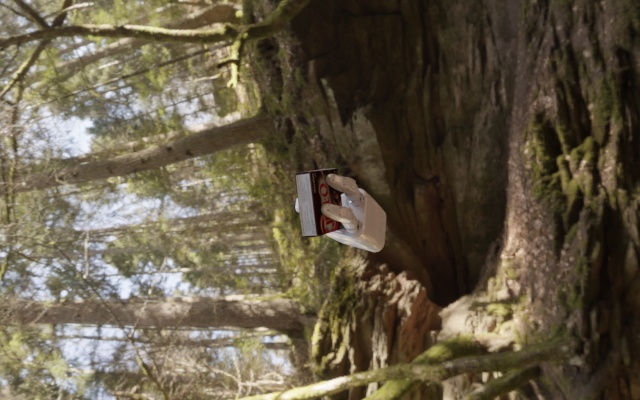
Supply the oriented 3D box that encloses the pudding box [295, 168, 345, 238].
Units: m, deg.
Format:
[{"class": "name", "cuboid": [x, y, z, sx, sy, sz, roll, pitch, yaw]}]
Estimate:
[{"class": "pudding box", "cuboid": [0.000, 0.003, 0.834, 0.039, 0.113, 0.090, -7, 3, 33]}]
